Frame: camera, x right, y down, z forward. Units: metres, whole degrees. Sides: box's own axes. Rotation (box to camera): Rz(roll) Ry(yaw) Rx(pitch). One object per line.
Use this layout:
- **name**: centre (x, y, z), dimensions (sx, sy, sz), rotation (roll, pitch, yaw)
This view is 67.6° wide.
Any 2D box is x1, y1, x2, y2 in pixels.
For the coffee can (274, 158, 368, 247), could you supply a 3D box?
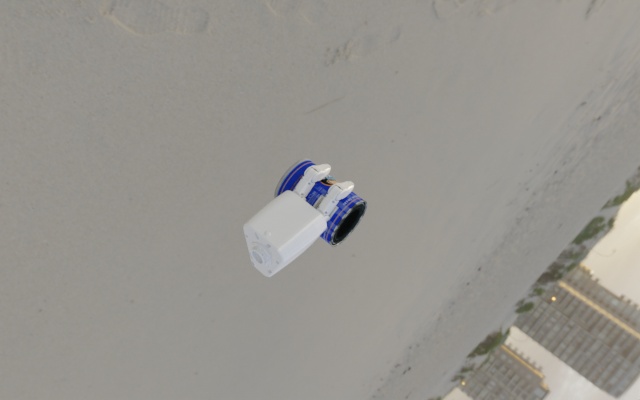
- **coffee can**: centre (0.000, 0.003, 0.879), dimensions (0.140, 0.103, 0.103), rotation (37, 14, 20)
